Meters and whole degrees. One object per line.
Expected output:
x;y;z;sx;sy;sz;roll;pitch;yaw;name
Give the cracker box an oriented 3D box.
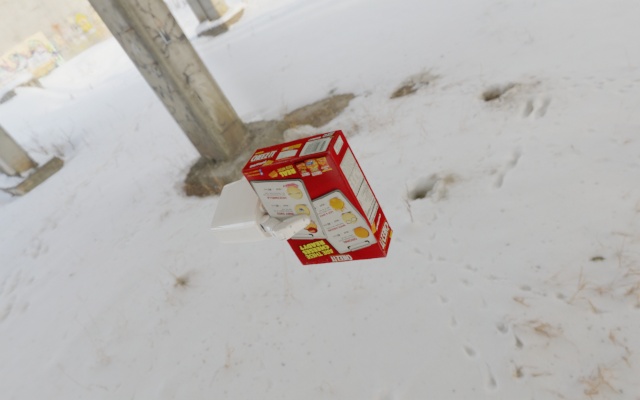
0.000;0.002;0.766;0.164;0.214;0.072;-10;36;32;cracker box
